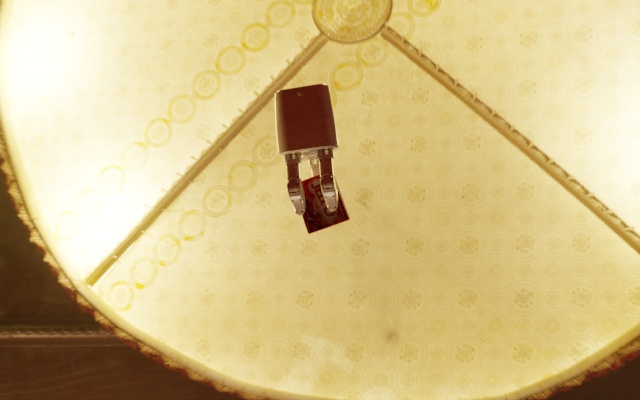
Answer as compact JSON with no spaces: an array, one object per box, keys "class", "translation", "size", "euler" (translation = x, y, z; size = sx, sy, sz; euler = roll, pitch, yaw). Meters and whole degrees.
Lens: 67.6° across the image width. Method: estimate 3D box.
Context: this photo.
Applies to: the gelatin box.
[{"class":"gelatin box","translation":[0.000,0.003,0.800],"size":[0.073,0.089,0.030],"euler":[-20,-1,8]}]
